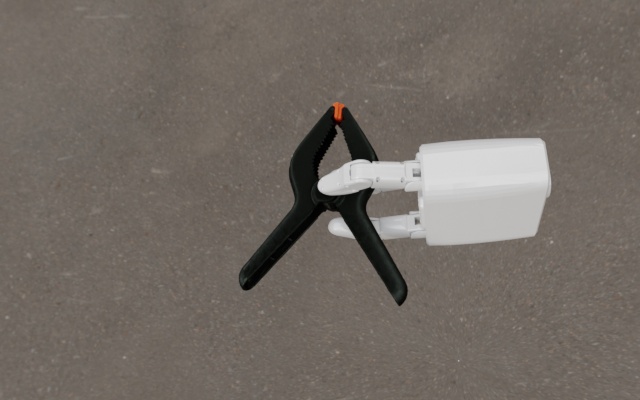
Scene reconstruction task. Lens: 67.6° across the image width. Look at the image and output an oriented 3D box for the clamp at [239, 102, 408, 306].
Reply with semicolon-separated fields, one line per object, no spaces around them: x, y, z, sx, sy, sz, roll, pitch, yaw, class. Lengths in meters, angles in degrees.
0.000;0.001;0.483;0.164;0.210;0.036;-3;-19;10;clamp
